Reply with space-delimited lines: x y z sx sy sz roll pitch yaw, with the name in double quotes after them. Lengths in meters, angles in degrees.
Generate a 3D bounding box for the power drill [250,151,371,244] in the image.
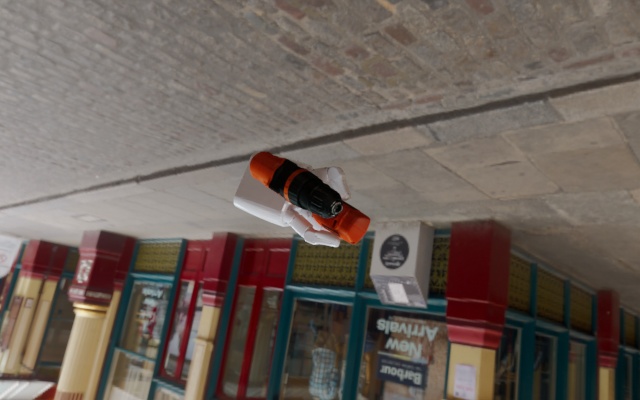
0.000 0.002 0.723 0.184 0.057 0.188 33 -4 42 "power drill"
